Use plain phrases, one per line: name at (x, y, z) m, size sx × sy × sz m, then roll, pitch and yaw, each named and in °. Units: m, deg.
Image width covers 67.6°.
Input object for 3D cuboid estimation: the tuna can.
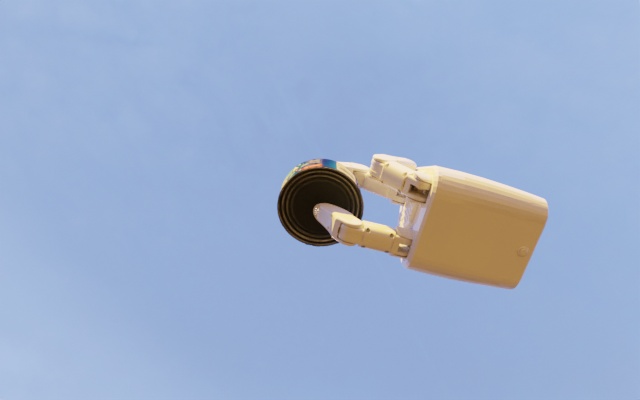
tuna can at (0.000, 0.001, 0.486) m, size 0.086 × 0.086 × 0.033 m, roll 0°, pitch 23°, yaw 1°
